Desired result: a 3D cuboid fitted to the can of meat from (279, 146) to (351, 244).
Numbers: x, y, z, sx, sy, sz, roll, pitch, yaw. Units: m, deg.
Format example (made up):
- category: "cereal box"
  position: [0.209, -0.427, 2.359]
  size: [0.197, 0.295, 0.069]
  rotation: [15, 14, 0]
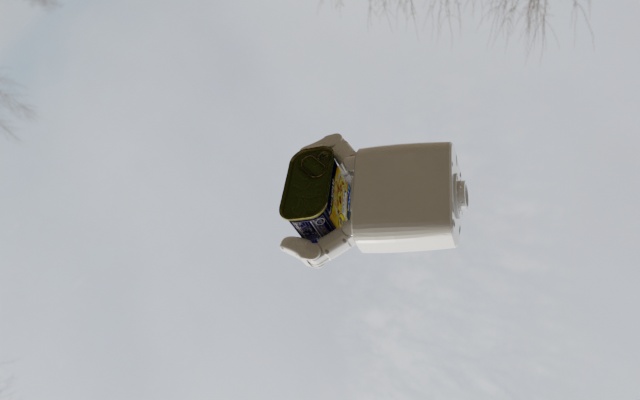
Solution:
- category: "can of meat"
  position: [0.000, 0.002, 0.565]
  size: [0.057, 0.102, 0.084]
  rotation: [-7, -38, 22]
